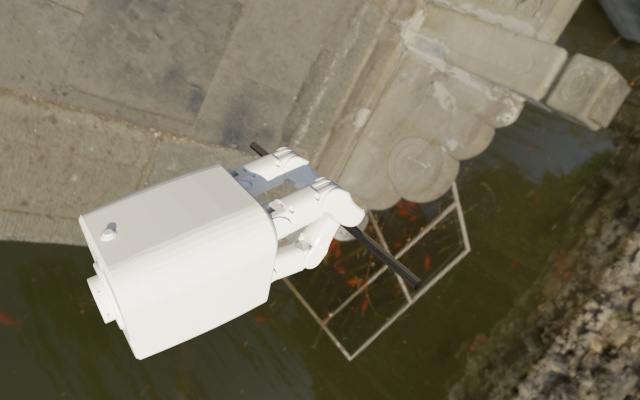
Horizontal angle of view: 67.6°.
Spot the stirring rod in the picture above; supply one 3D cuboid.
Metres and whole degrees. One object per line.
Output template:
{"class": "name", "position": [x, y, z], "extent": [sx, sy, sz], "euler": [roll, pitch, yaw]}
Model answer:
{"class": "stirring rod", "position": [0.000, 0.001, 0.418], "extent": [0.011, 0.011, 0.239], "euler": [0, 29, -42]}
